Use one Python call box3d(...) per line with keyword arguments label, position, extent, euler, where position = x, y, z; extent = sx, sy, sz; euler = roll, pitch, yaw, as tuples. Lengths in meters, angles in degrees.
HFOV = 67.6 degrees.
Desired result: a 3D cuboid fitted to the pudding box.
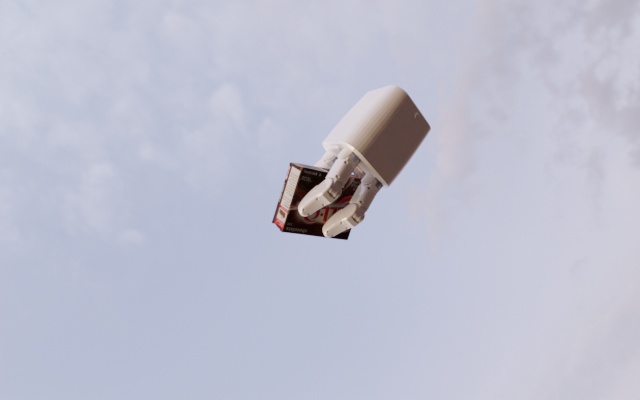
box3d(label="pudding box", position=(0.000, 0.002, 0.646), extent=(0.113, 0.090, 0.039), euler=(10, 13, -33))
